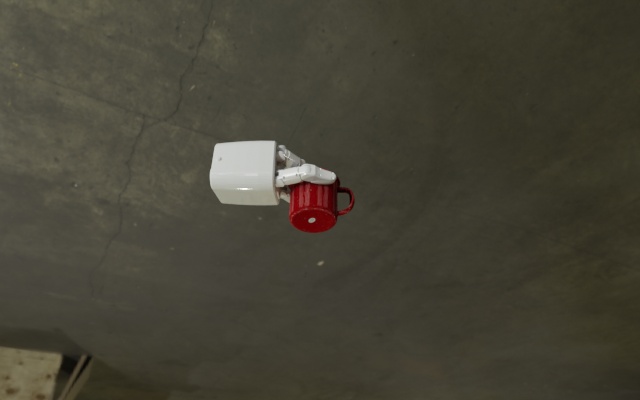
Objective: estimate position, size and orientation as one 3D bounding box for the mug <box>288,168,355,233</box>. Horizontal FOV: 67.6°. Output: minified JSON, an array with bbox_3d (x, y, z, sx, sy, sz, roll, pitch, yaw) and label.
[{"bbox_3d":[0.002,0.003,0.822,0.117,0.081,0.093,0,-35,0],"label":"mug"}]
